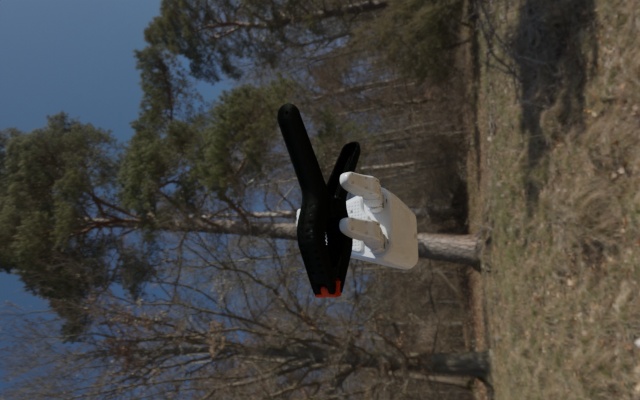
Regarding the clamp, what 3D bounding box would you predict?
[{"bbox_3d":[-0.001,0.002,0.543,0.036,0.210,0.164,-9,-21,31],"label":"clamp"}]
